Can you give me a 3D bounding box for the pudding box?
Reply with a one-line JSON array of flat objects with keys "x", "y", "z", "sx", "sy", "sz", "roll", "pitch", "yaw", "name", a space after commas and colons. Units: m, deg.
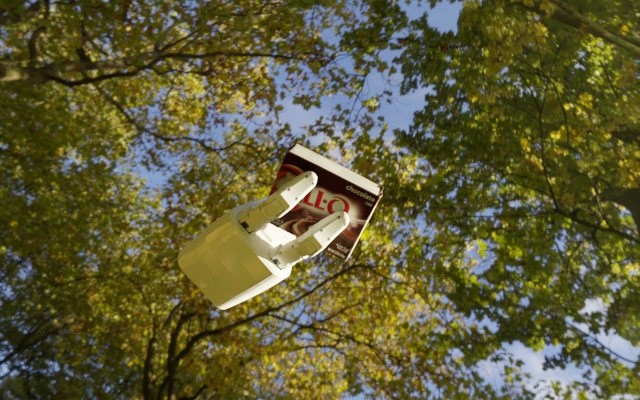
[{"x": 0.000, "y": 0.002, "z": 0.531, "sx": 0.113, "sy": 0.090, "sz": 0.039, "roll": 25, "pitch": 27, "yaw": 1, "name": "pudding box"}]
